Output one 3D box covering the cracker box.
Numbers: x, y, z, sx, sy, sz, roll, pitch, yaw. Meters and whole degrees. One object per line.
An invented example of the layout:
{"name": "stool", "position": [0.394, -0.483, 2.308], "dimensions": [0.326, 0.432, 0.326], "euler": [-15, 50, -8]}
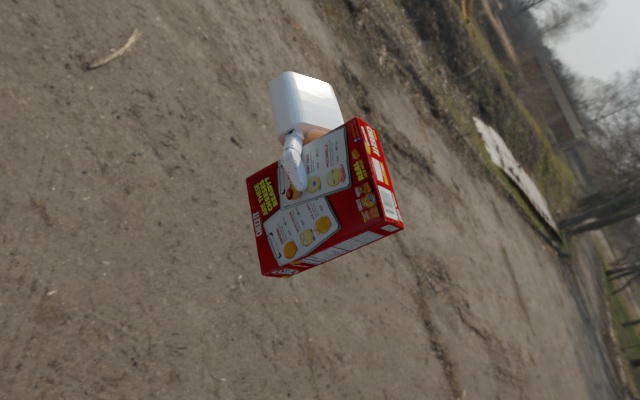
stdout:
{"name": "cracker box", "position": [0.000, 0.002, 0.699], "dimensions": [0.214, 0.164, 0.072], "euler": [-27, -27, 28]}
